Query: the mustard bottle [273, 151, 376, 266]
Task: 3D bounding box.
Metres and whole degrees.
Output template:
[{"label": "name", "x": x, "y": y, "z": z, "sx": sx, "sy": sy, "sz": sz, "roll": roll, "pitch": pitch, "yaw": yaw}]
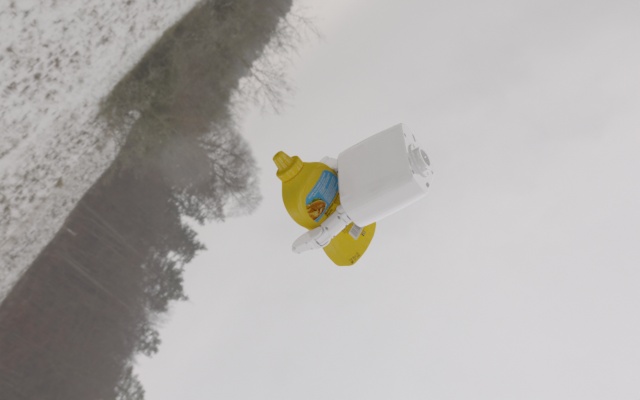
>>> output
[{"label": "mustard bottle", "x": 0.000, "y": 0.003, "z": 0.687, "sx": 0.058, "sy": 0.096, "sz": 0.192, "roll": -9, "pitch": -49, "yaw": 50}]
